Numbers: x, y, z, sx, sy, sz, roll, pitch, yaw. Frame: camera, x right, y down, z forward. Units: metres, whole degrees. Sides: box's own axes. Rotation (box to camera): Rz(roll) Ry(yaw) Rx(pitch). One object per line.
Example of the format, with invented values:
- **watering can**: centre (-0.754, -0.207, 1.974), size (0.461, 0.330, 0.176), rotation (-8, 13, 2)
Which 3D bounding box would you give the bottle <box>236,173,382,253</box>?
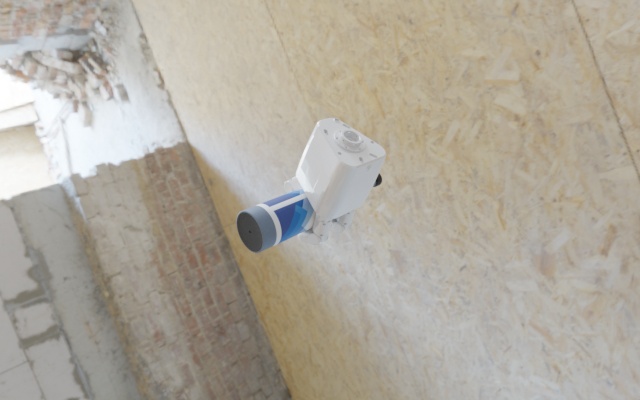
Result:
- **bottle**: centre (0.000, 0.003, 0.793), size (0.295, 0.069, 0.069), rotation (-23, 15, -40)
